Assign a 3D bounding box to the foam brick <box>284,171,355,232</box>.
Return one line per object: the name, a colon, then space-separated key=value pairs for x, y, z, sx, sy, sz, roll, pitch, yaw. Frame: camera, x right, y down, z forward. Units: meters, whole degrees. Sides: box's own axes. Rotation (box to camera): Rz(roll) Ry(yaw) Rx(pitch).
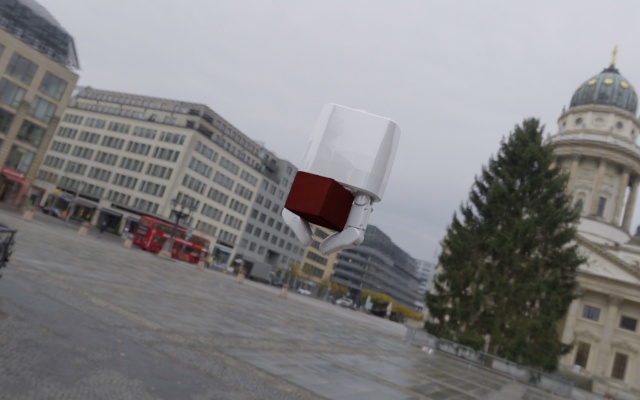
foam brick: x=0.000 y=0.002 z=0.602 sx=0.053 sy=0.051 sz=0.078 roll=16 pitch=-9 yaw=28
